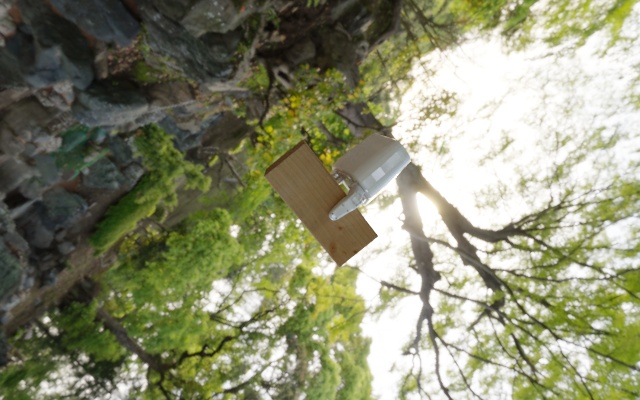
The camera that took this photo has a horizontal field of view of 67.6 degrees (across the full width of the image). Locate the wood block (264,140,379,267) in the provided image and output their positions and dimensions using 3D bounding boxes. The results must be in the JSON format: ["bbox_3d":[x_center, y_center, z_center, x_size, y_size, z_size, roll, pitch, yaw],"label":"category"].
[{"bbox_3d":[0.001,0.003,0.844,0.090,0.206,0.091,-38,11,3],"label":"wood block"}]
